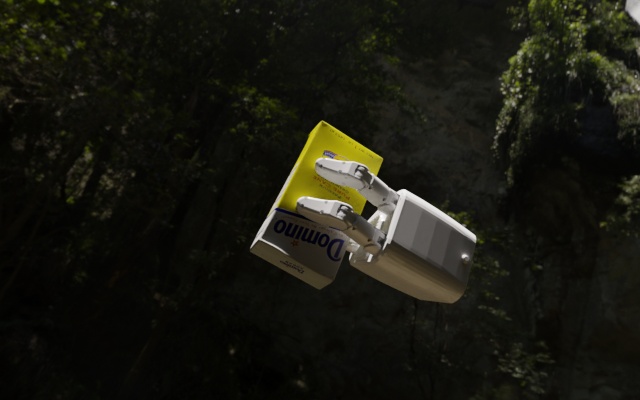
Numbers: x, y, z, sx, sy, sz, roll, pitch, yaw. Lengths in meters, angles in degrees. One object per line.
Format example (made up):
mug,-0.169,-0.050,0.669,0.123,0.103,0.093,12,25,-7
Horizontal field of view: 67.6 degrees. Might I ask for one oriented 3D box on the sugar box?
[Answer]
sugar box,0.000,0.002,0.549,0.093,0.176,0.048,30,-33,-10
